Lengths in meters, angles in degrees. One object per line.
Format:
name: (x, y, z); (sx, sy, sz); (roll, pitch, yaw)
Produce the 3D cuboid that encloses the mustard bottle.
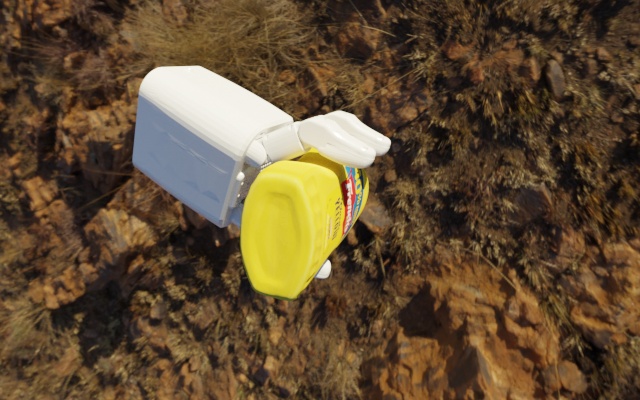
mustard bottle: (0.000, 0.002, 0.407); (0.058, 0.096, 0.191); (9, 19, 17)
